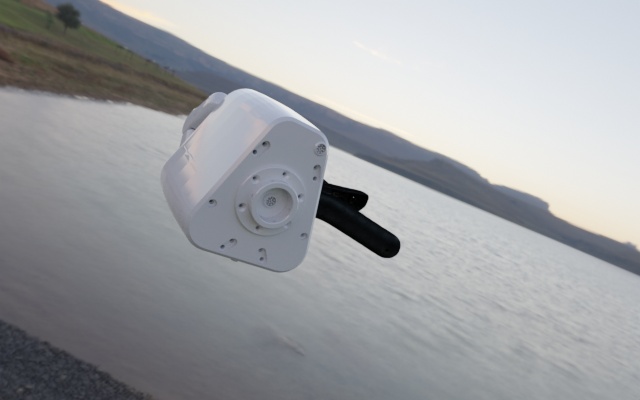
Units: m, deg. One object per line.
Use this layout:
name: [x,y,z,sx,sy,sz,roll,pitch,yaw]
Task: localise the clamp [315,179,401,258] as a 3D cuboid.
clamp: [0.000,0.001,0.463,0.171,0.039,0.120,18,14,-30]
